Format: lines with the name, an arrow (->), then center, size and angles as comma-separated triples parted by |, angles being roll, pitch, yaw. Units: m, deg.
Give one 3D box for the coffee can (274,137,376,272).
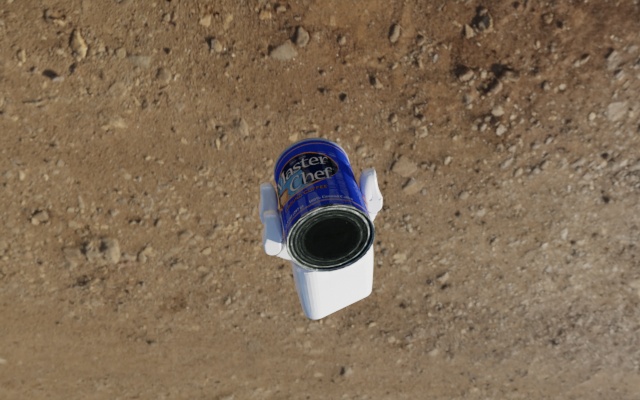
coffee can -> 0.000, 0.002, 0.587 | 0.103, 0.103, 0.140 | 0, 38, -13
